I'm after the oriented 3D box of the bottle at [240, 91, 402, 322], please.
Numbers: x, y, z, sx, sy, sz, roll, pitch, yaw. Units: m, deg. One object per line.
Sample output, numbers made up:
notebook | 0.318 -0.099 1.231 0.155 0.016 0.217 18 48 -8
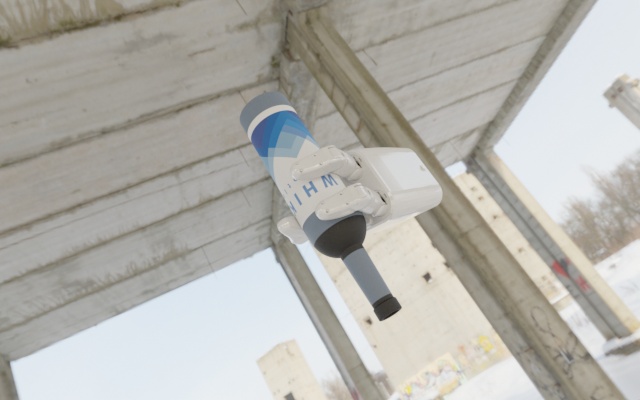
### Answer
bottle | 0.000 0.002 0.543 0.069 0.295 0.069 -26 -24 -13
